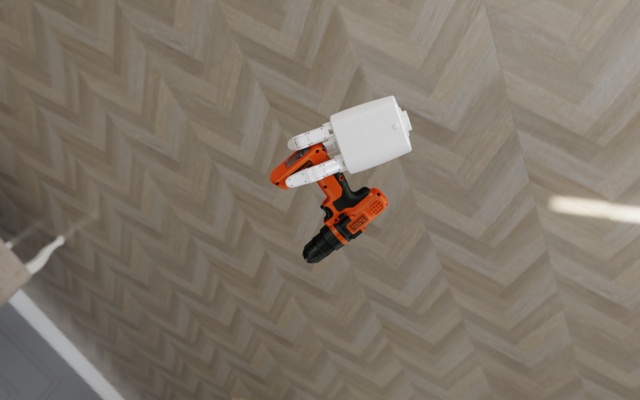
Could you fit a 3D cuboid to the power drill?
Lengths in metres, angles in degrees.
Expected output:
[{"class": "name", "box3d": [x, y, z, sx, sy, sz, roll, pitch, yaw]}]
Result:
[{"class": "power drill", "box3d": [0.000, 0.002, 0.827, 0.184, 0.188, 0.057, -41, 26, 4]}]
